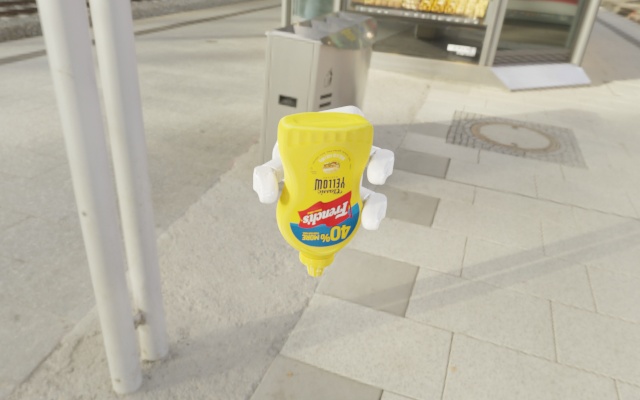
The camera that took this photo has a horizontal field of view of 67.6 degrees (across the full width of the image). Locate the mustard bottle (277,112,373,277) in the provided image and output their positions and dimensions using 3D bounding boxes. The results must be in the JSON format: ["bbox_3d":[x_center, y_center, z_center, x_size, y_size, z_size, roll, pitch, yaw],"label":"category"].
[{"bbox_3d":[0.000,0.002,0.527,0.096,0.192,0.058,-5,29,-18],"label":"mustard bottle"}]
